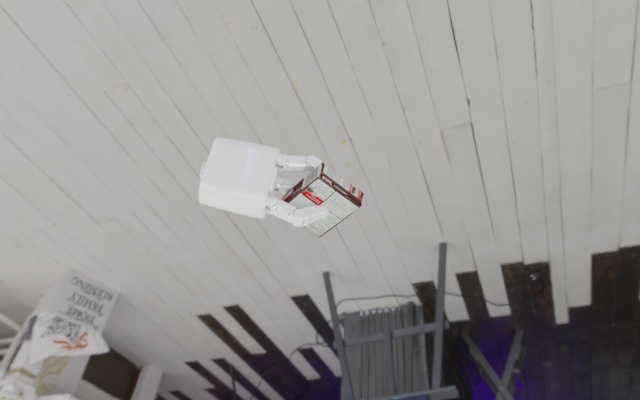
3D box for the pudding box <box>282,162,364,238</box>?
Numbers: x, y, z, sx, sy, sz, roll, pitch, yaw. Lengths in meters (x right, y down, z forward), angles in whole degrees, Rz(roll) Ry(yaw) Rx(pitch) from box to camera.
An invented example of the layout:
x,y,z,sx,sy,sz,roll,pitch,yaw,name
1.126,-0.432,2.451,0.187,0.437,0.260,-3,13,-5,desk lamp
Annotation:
x,y,z,sx,sy,sz,roll,pitch,yaw,name
0.000,0.003,0.777,0.090,0.039,0.113,35,-47,-20,pudding box
